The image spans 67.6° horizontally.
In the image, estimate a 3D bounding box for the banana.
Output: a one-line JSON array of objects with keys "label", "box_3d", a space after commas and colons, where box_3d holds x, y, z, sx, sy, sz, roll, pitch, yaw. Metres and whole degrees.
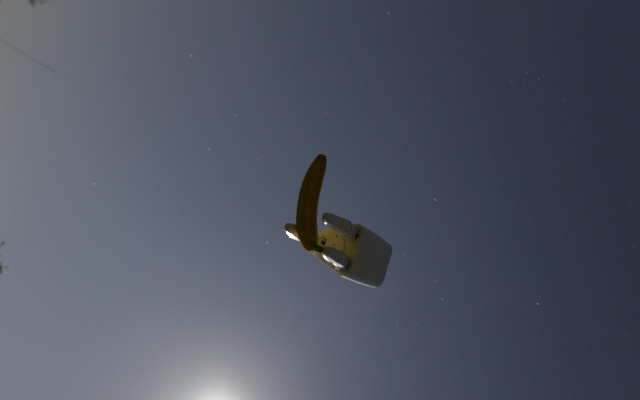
[{"label": "banana", "box_3d": [-0.014, 0.012, 0.839, 0.070, 0.197, 0.037, -25, -38, 36]}]
